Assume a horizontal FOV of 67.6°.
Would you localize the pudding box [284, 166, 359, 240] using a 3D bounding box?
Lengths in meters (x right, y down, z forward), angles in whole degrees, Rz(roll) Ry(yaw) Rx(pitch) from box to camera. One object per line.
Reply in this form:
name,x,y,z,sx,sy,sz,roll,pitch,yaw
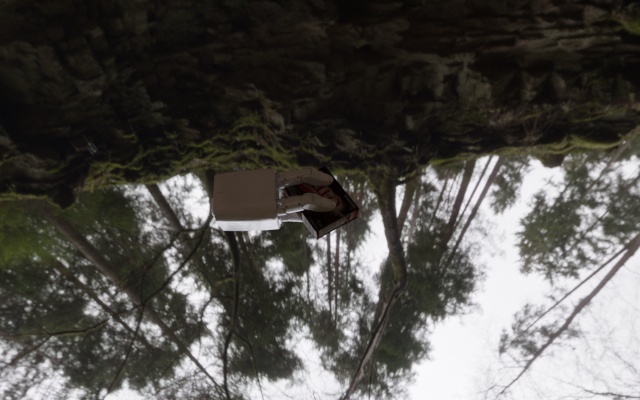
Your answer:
pudding box,0.000,0.003,0.848,0.090,0.113,0.039,-28,-26,-17
